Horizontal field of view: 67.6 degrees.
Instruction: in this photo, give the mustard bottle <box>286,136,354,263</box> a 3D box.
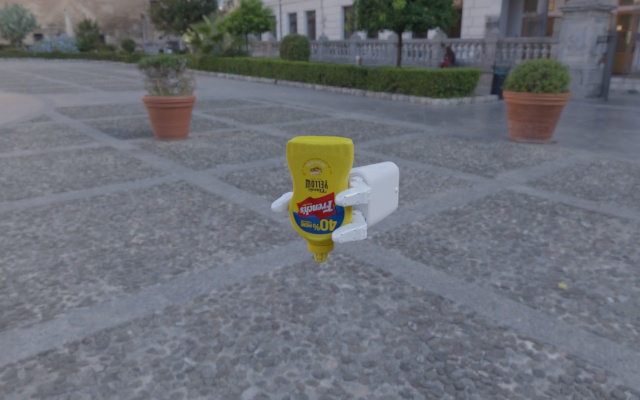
[{"bbox_3d":[0.000,0.002,0.716,0.096,0.192,0.058,3,18,12],"label":"mustard bottle"}]
